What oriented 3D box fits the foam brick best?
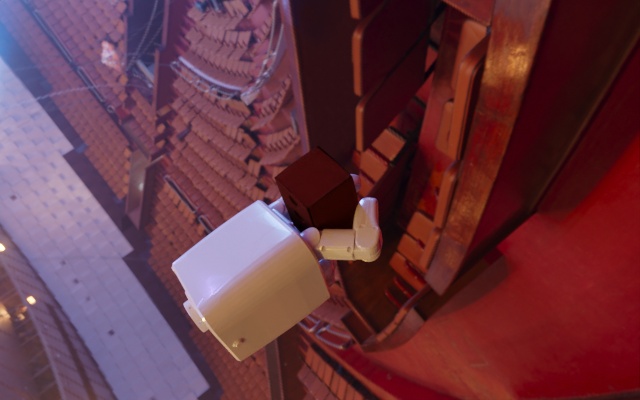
[{"bbox_3d":[0.000,0.001,0.442,0.051,0.078,0.053,-35,52,-14],"label":"foam brick"}]
